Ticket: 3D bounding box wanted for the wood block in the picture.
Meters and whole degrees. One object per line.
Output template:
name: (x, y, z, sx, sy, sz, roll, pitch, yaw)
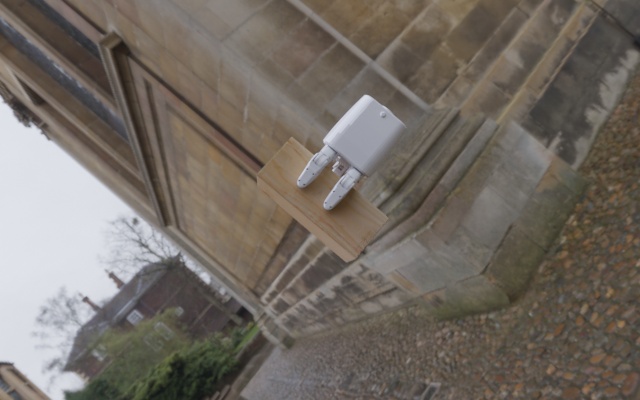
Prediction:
wood block: (0.000, 0.002, 0.803, 0.206, 0.090, 0.091, 40, -12, 3)
